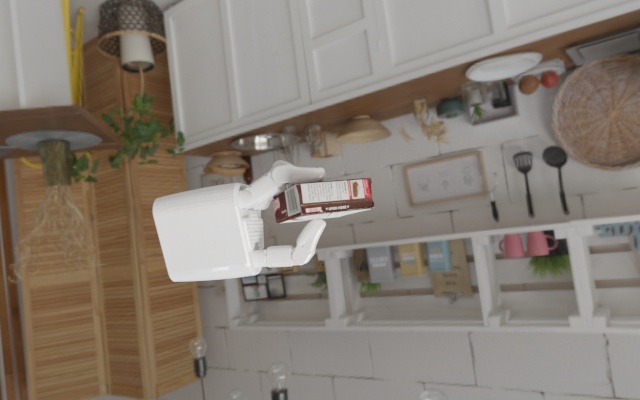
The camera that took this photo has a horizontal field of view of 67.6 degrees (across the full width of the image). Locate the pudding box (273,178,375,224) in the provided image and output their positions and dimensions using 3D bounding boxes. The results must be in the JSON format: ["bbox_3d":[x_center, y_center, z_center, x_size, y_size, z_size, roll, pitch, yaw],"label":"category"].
[{"bbox_3d":[0.000,0.002,0.565,0.090,0.039,0.113,-6,-4,-19],"label":"pudding box"}]
